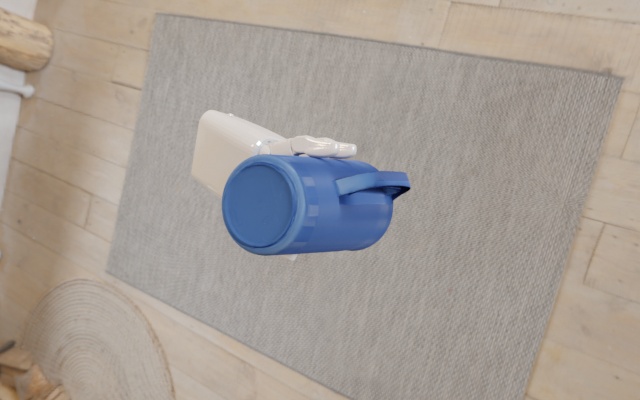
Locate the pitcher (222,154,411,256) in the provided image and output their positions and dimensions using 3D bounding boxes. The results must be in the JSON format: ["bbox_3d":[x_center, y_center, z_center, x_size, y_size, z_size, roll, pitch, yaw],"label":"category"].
[{"bbox_3d":[0.000,0.002,0.597,0.145,0.149,0.243,31,13,24],"label":"pitcher"}]
